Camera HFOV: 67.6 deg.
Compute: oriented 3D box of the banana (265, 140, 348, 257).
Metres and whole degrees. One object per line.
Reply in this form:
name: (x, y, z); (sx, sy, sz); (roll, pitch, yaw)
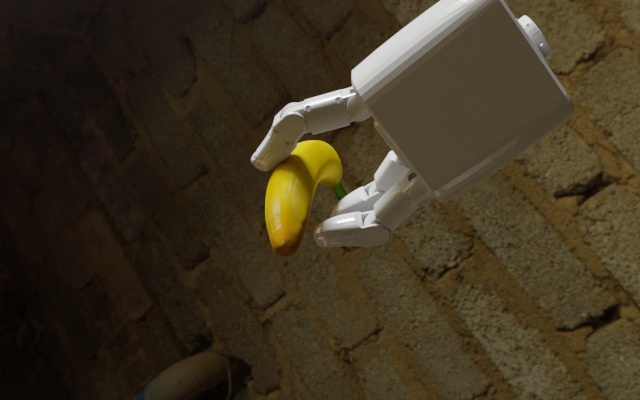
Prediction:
banana: (-0.009, -0.015, 0.403); (0.037, 0.069, 0.197); (-30, 3, 21)
